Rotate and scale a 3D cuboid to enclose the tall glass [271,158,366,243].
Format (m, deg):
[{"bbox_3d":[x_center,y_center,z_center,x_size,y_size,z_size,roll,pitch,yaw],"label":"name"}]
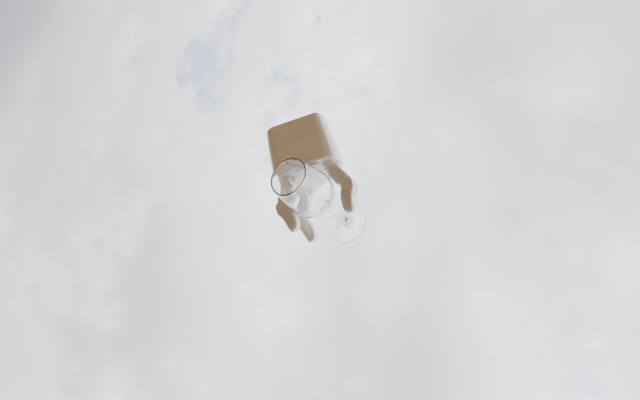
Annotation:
[{"bbox_3d":[0.001,0.003,0.778,0.079,0.079,0.201,0,-22,31],"label":"tall glass"}]
